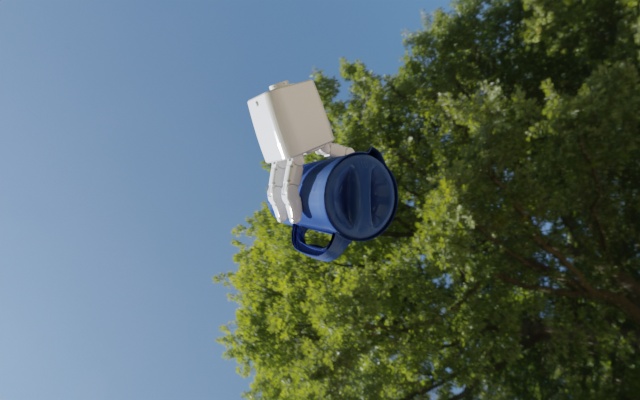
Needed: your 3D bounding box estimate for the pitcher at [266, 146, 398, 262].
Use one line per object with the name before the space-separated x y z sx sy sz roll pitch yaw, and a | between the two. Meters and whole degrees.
pitcher | 0.000 0.002 0.797 0.149 0.145 0.243 -23 12 -28
